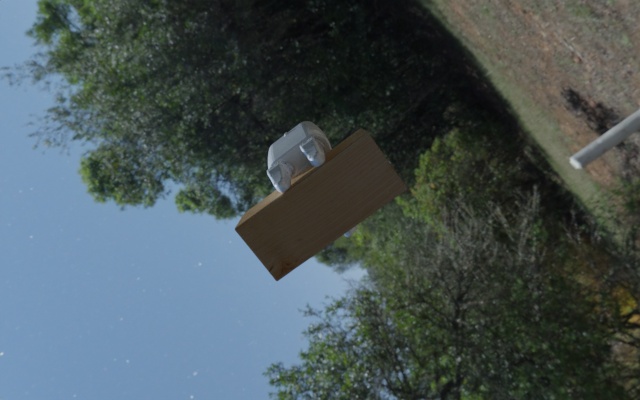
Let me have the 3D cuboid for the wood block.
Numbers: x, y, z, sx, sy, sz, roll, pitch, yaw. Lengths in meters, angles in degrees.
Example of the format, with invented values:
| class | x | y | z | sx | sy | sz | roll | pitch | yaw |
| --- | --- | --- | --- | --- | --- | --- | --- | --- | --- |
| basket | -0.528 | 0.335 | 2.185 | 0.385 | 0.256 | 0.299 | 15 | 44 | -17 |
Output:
| class | x | y | z | sx | sy | sz | roll | pitch | yaw |
| --- | --- | --- | --- | --- | --- | --- | --- | --- | --- |
| wood block | 0.000 | 0.002 | 0.639 | 0.206 | 0.091 | 0.090 | -36 | 10 | 7 |
